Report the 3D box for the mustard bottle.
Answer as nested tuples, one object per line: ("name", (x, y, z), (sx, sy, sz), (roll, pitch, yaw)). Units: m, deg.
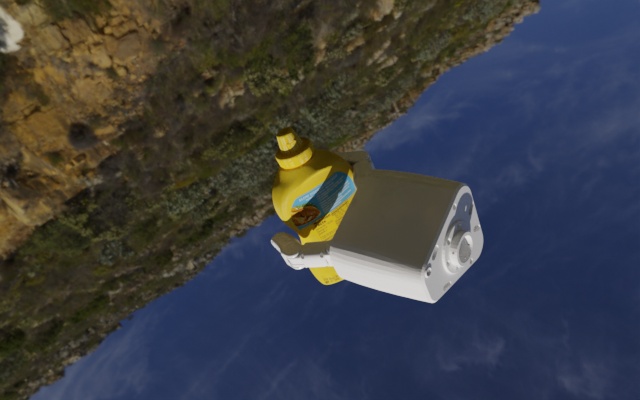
("mustard bottle", (0.000, 0.002, 0.537), (0.096, 0.192, 0.058), (-33, 34, -9))
